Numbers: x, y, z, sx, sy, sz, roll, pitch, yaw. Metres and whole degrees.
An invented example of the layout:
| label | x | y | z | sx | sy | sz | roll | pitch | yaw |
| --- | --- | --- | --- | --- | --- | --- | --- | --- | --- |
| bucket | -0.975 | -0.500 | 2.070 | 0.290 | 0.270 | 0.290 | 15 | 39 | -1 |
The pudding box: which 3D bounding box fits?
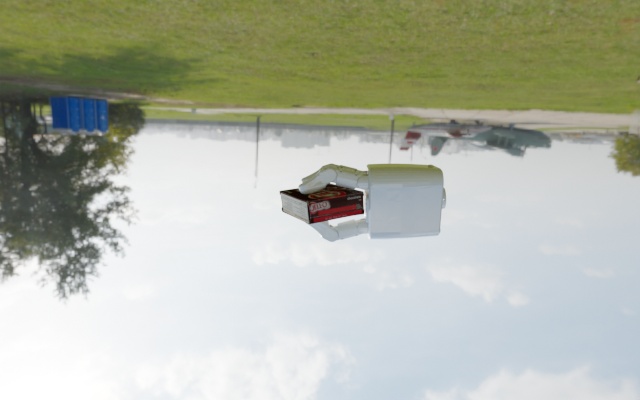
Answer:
| label | x | y | z | sx | sy | sz | roll | pitch | yaw |
| --- | --- | --- | --- | --- | --- | --- | --- | --- | --- |
| pudding box | 0.000 | 0.002 | 0.713 | 0.090 | 0.039 | 0.113 | -9 | 10 | -24 |
